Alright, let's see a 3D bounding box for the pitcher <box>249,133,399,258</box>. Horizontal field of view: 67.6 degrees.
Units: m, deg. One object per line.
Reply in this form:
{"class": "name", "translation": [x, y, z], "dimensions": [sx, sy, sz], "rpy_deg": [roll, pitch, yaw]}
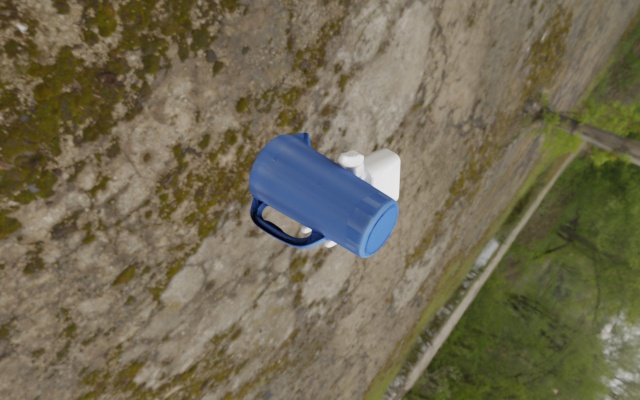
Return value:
{"class": "pitcher", "translation": [0.000, 0.003, 0.813], "dimensions": [0.242, 0.149, 0.145], "rpy_deg": [31, 39, 26]}
